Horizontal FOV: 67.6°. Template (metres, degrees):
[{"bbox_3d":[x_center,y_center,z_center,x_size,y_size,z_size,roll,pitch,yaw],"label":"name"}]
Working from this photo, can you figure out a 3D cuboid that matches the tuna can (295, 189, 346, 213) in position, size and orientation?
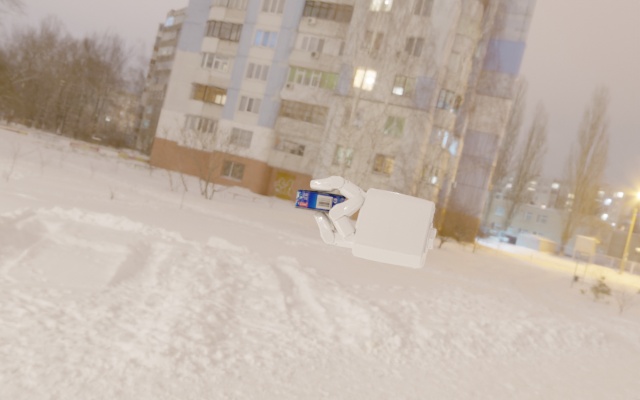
[{"bbox_3d":[0.000,0.002,0.819,0.086,0.034,0.086,8,-1,0],"label":"tuna can"}]
